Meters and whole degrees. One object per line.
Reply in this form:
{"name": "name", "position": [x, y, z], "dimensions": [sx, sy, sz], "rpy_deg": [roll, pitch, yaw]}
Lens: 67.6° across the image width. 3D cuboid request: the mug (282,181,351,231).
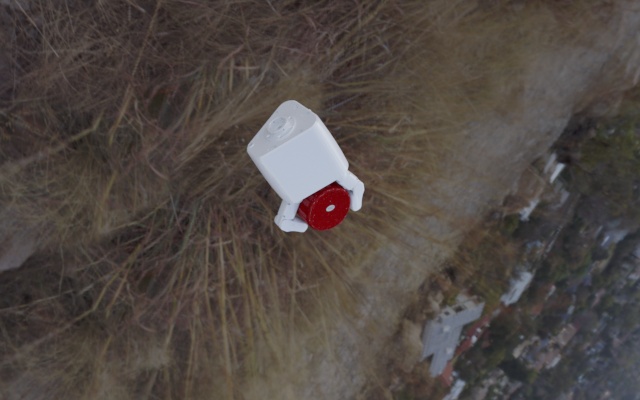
{"name": "mug", "position": [0.001, 0.004, 0.784], "dimensions": [0.081, 0.093, 0.117], "rpy_deg": [44, -6, 45]}
